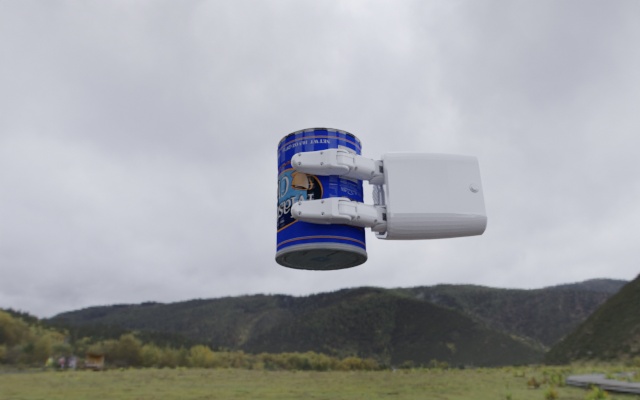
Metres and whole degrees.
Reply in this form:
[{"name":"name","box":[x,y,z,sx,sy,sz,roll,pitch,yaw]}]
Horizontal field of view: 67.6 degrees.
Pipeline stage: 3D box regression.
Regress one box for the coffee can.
[{"name":"coffee can","box":[0.000,0.002,0.552,0.103,0.140,0.103,-1,-21,0]}]
